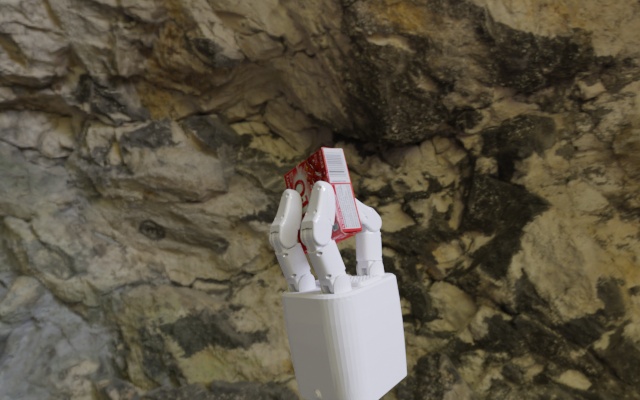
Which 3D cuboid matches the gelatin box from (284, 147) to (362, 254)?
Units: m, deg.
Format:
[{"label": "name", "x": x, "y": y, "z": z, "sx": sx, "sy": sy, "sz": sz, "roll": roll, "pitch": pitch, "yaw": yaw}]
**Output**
[{"label": "gelatin box", "x": 0.000, "y": 0.001, "z": 0.480, "sx": 0.030, "sy": 0.089, "sz": 0.073, "roll": -1, "pitch": -19, "yaw": -36}]
